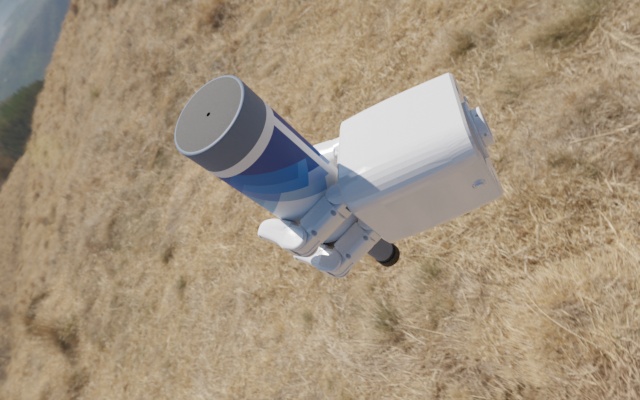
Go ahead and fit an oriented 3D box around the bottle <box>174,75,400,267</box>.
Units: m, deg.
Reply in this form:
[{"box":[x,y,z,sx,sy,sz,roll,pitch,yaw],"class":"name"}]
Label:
[{"box":[0.000,0.001,0.441,0.069,0.069,0.296,0,-25,36],"class":"bottle"}]
